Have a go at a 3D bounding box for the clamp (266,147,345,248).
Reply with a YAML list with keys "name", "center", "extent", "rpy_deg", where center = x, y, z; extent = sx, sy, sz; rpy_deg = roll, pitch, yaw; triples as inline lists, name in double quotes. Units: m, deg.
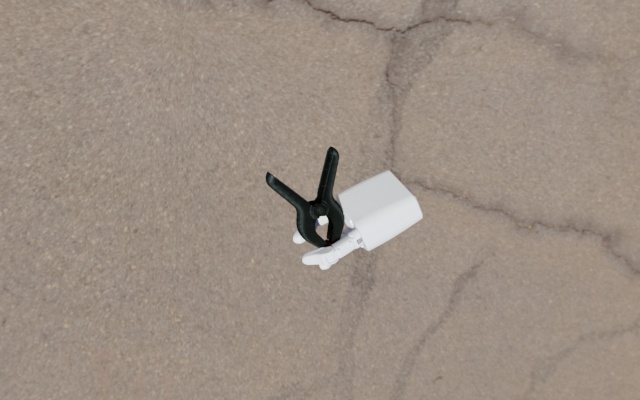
- name: "clamp"
  center: [0.000, 0.003, 0.752]
  extent: [0.120, 0.171, 0.039]
  rpy_deg: [-29, 25, -6]
